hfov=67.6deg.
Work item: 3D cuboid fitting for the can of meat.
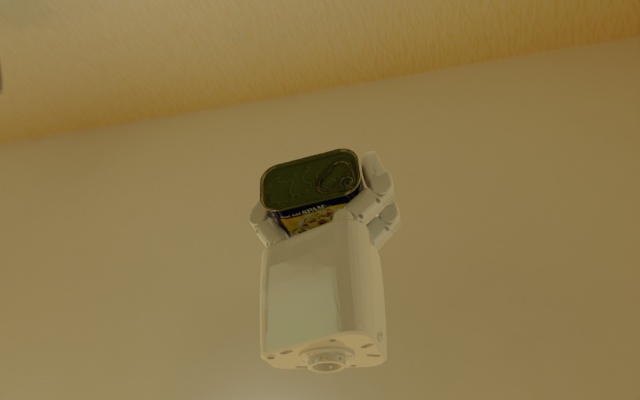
[{"bbox_3d":[0.000,0.002,0.496,0.102,0.057,0.084,-14,-38,11],"label":"can of meat"}]
